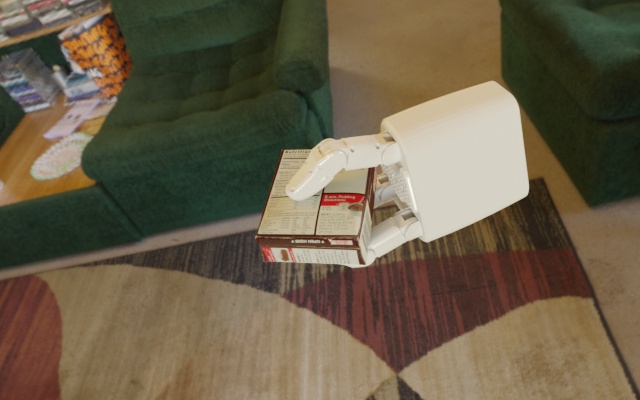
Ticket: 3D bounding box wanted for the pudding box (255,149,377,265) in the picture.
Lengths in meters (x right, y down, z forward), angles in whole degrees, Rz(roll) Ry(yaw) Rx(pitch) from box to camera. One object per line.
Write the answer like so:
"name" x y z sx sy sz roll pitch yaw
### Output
"pudding box" 0.000 0.001 0.423 0.090 0.113 0.039 -1 -45 14
